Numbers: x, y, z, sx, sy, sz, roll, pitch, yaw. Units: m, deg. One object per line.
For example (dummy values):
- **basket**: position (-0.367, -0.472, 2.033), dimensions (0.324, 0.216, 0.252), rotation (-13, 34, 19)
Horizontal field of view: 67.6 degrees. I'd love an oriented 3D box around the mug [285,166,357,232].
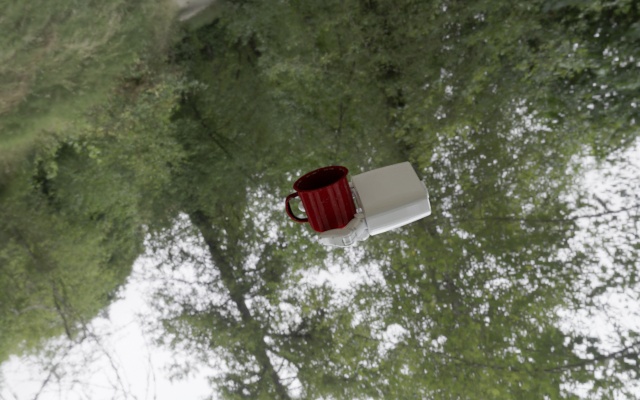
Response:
- **mug**: position (-0.001, 0.003, 0.782), dimensions (0.117, 0.081, 0.093), rotation (-17, 23, 3)
